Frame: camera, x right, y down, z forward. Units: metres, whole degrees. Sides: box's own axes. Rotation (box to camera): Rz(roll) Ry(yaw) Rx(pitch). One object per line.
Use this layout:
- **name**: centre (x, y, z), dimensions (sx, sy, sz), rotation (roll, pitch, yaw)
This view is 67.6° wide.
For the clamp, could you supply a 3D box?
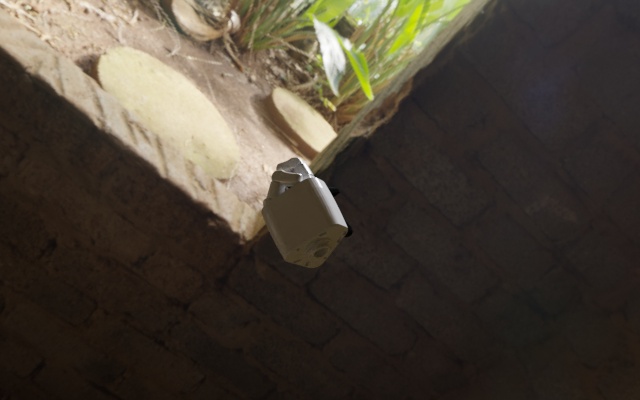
- **clamp**: centre (0.000, 0.002, 0.890), dimensions (0.039, 0.120, 0.171), rotation (-42, -37, 20)
